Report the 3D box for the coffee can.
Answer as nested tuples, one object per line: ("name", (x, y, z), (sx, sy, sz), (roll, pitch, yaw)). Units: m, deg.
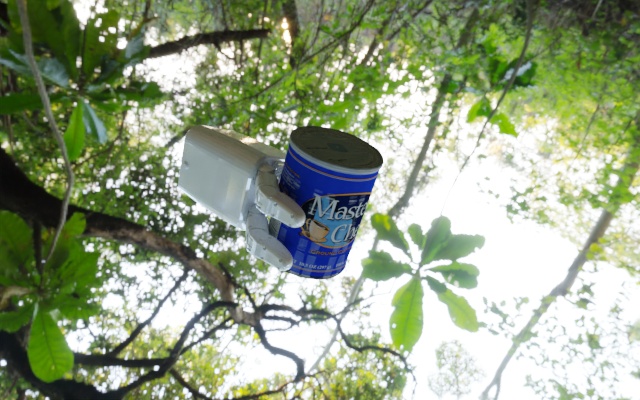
("coffee can", (0.000, 0.002, 0.533), (0.103, 0.140, 0.102), (13, 27, -7))
